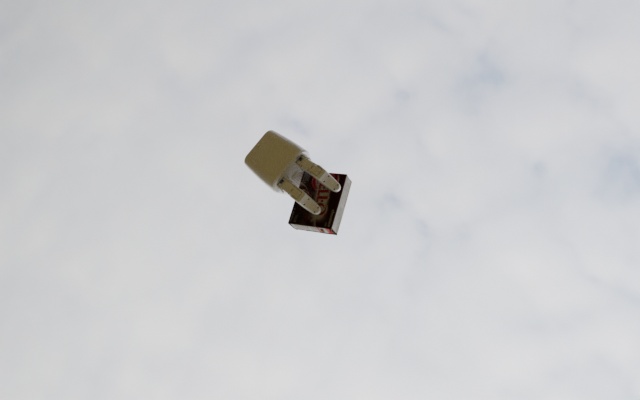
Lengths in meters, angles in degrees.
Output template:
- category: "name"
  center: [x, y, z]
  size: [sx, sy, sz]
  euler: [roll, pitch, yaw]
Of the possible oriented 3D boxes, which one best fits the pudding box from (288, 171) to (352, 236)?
- category: "pudding box"
  center: [0.000, 0.003, 0.885]
  size: [0.090, 0.113, 0.039]
  euler: [6, -20, 27]
